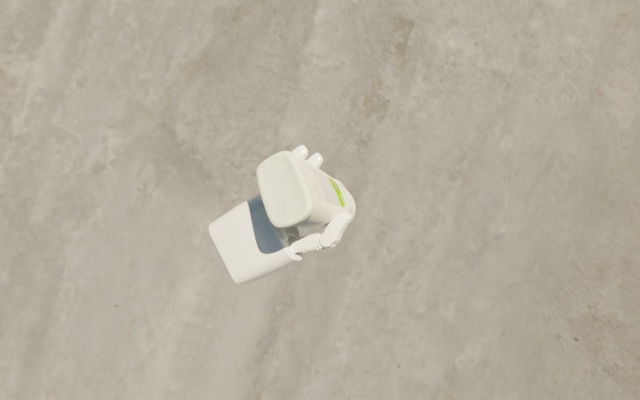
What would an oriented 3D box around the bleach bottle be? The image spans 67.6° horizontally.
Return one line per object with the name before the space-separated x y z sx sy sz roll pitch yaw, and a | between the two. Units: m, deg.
bleach bottle | 0.000 0.002 0.723 0.068 0.102 0.251 -27 -19 18
